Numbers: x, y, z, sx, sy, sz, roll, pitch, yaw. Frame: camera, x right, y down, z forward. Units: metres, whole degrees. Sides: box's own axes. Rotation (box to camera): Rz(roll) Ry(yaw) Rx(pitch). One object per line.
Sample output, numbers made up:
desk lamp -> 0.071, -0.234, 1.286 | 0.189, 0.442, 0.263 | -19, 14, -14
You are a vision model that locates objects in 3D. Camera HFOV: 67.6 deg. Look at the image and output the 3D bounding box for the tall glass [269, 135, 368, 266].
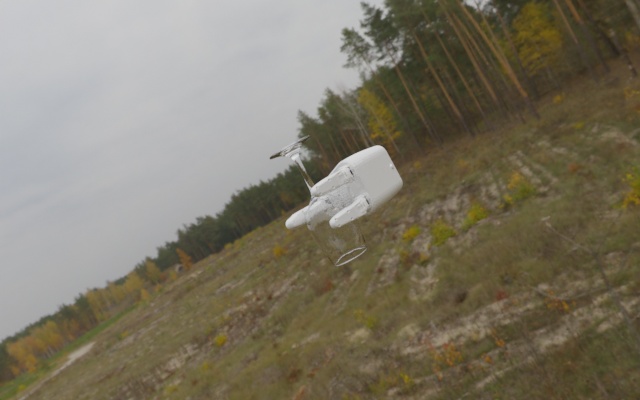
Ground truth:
tall glass -> 0.000, 0.002, 0.757 | 0.079, 0.201, 0.079 | -29, 2, 1
